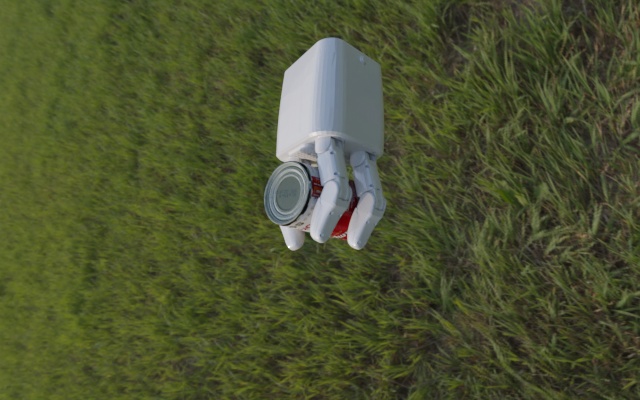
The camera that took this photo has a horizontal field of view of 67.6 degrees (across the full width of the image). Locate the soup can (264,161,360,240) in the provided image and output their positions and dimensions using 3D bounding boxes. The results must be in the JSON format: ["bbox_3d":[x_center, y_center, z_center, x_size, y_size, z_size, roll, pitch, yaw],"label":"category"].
[{"bbox_3d":[0.000,0.002,0.505,0.068,0.068,0.102,0,-11,44],"label":"soup can"}]
